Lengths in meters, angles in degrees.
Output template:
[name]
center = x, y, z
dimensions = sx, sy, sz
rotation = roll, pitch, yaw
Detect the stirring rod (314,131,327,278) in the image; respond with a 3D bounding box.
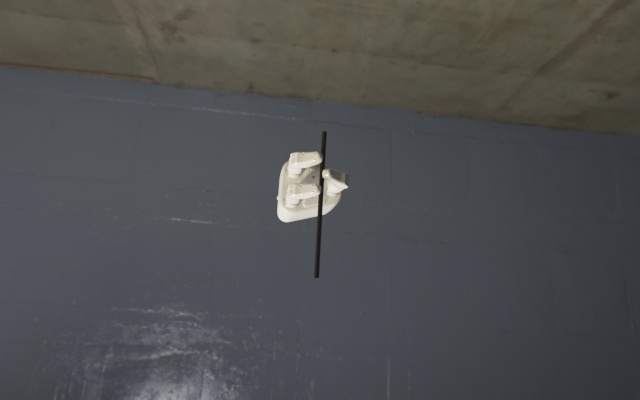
[stirring rod]
center = 0.000, 0.002, 0.764
dimensions = 0.011, 0.239, 0.011
rotation = 3, -15, 1
